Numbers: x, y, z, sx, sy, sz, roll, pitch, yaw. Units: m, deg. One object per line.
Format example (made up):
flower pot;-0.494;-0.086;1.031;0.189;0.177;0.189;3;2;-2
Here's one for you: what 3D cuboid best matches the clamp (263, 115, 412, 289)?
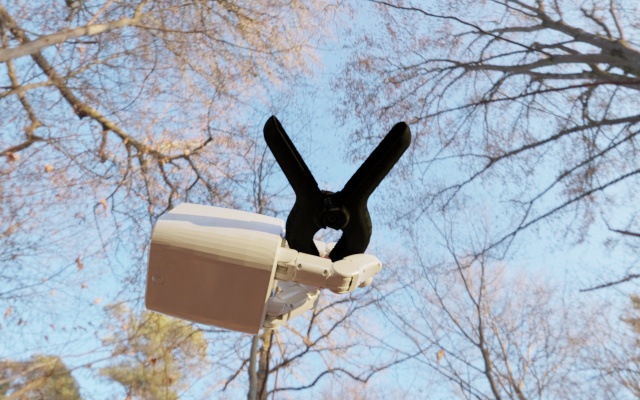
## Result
clamp;0.000;0.001;0.420;0.120;0.171;0.039;12;26;-4
